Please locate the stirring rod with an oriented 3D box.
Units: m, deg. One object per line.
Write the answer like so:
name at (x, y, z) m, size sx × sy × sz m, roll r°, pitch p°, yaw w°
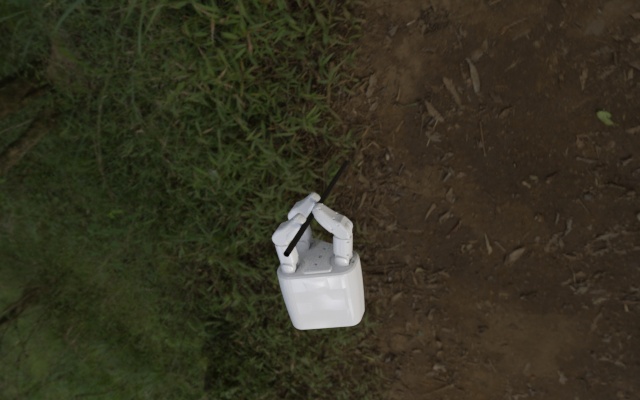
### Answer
stirring rod at (0.000, 0.002, 0.665) m, size 0.011 × 0.011 × 0.239 m, roll 0°, pitch 31°, yaw 24°
